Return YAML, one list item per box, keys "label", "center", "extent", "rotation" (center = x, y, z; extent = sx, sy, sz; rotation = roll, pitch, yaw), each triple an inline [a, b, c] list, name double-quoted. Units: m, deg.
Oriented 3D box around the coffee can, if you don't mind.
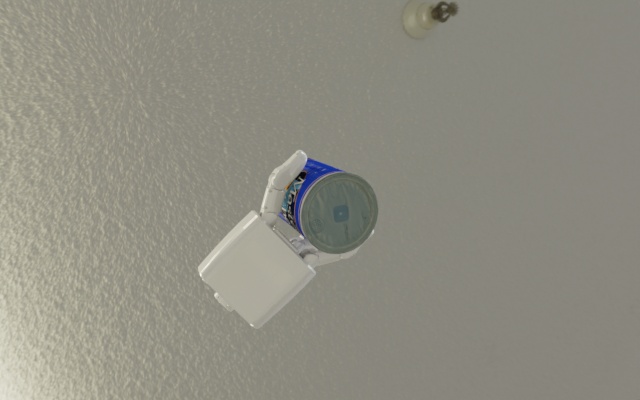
- label: "coffee can"
  center: [0.000, 0.002, 0.642]
  extent: [0.103, 0.103, 0.140]
  rotation: [0, 12, -22]
